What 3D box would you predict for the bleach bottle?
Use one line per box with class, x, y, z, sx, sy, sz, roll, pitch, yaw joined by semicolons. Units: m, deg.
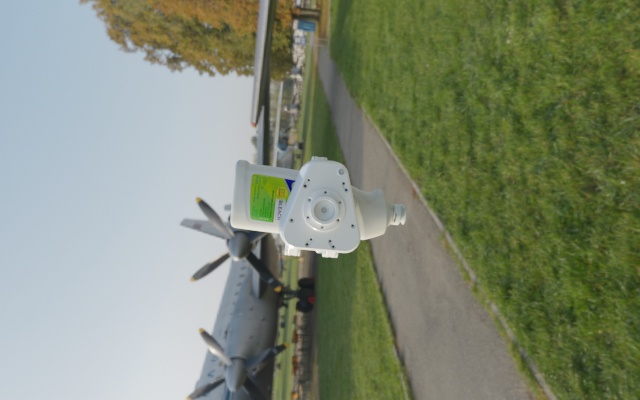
bleach bottle;0.000;0.002;0.700;0.251;0.102;0.068;5;1;-4
